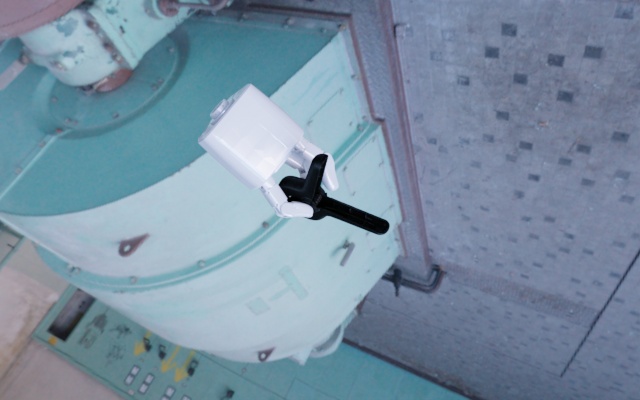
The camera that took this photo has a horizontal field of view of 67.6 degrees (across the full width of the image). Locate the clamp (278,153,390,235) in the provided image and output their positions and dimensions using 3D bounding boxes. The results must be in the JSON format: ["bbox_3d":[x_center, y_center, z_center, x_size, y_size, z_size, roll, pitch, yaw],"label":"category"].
[{"bbox_3d":[-0.001,0.003,0.745,0.164,0.036,0.210,43,-26,-21],"label":"clamp"}]
